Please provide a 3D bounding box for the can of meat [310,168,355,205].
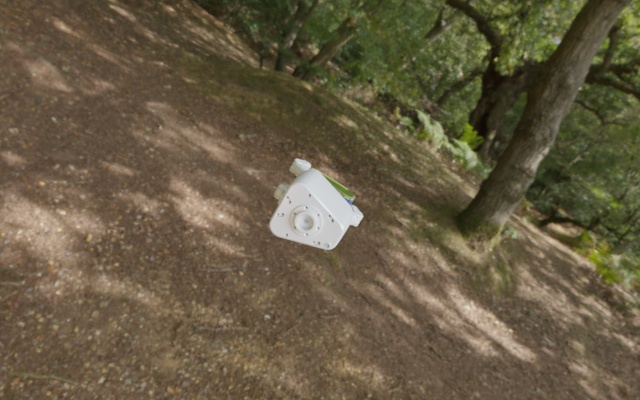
[{"bbox_3d":[0.000,0.003,0.850,0.102,0.084,0.057,32,16,5],"label":"can of meat"}]
